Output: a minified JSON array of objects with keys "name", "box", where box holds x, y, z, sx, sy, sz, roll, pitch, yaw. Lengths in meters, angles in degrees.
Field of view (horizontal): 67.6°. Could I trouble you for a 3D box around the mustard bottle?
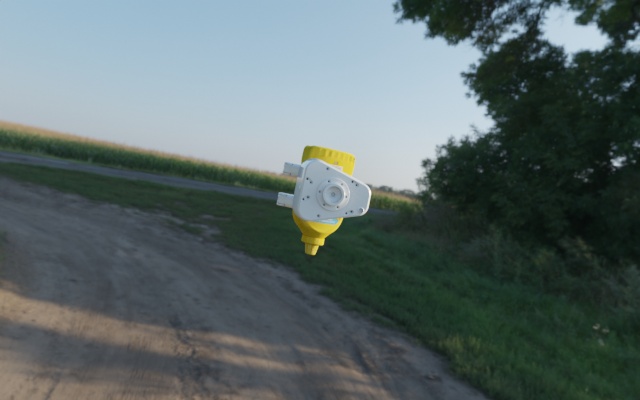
[{"name":"mustard bottle","box":[0.000,0.003,0.857,0.096,0.191,0.058,10,2,-31]}]
